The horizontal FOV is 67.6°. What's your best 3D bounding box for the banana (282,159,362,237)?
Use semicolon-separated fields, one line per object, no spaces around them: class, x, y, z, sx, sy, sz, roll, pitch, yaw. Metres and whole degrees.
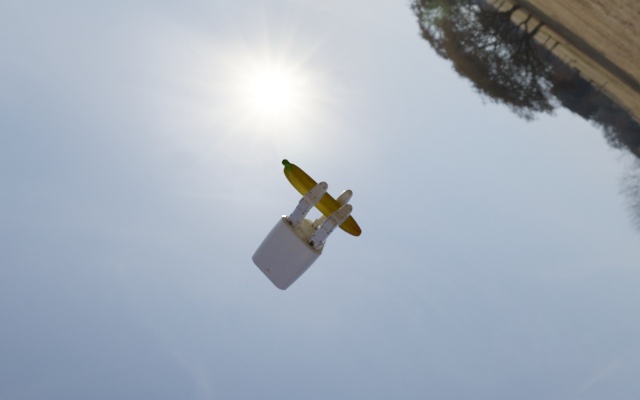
banana;-0.003;-0.004;0.882;0.198;0.037;0.069;42;8;-11
